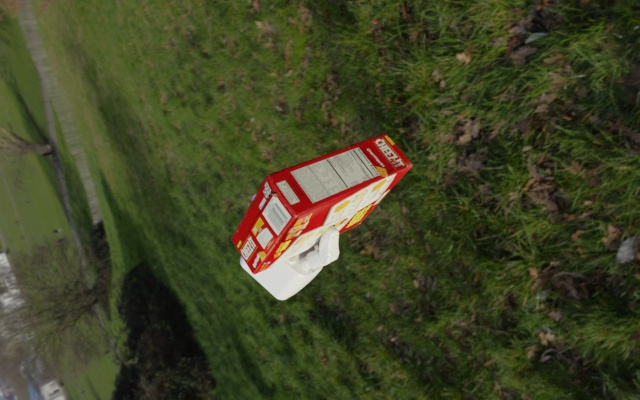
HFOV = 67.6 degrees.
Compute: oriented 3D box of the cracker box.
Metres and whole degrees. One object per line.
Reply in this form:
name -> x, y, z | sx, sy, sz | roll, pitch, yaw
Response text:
cracker box -> 0.000, 0.002, 0.658 | 0.213, 0.072, 0.164 | -24, -19, -37
